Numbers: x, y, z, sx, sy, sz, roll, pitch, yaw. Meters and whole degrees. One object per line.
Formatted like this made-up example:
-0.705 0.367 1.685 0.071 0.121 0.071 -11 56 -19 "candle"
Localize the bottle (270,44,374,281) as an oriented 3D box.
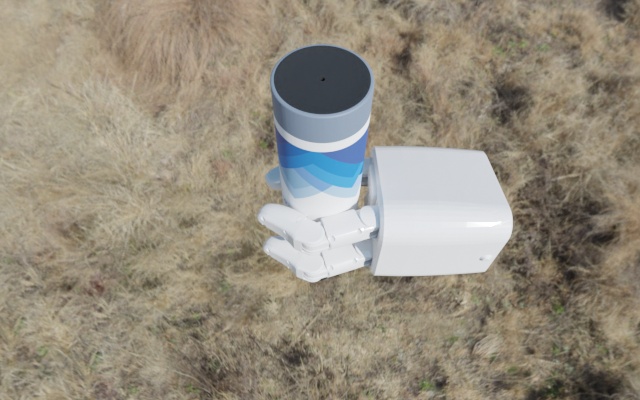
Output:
0.000 0.001 0.427 0.069 0.069 0.296 0 -32 -1 "bottle"
